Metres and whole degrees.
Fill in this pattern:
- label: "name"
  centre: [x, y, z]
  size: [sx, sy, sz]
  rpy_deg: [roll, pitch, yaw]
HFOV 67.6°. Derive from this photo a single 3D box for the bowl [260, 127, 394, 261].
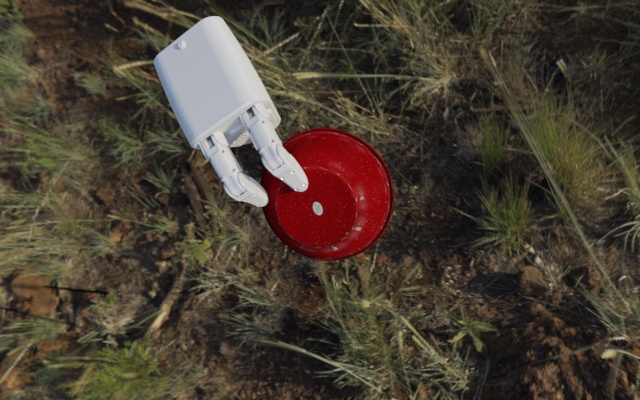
- label: "bowl"
  centre: [0.001, 0.003, 0.538]
  size: [0.162, 0.162, 0.055]
  rpy_deg: [0, 15, 12]
